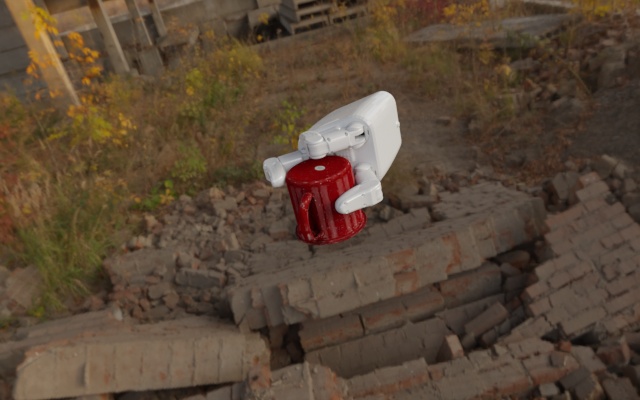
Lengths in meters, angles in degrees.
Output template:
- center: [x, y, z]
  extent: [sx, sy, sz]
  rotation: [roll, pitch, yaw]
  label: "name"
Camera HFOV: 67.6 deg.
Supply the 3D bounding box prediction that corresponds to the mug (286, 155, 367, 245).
- center: [-0.001, 0.002, 0.578]
  extent: [0.093, 0.081, 0.117]
  rotation: [0, 30, 26]
  label: "mug"
